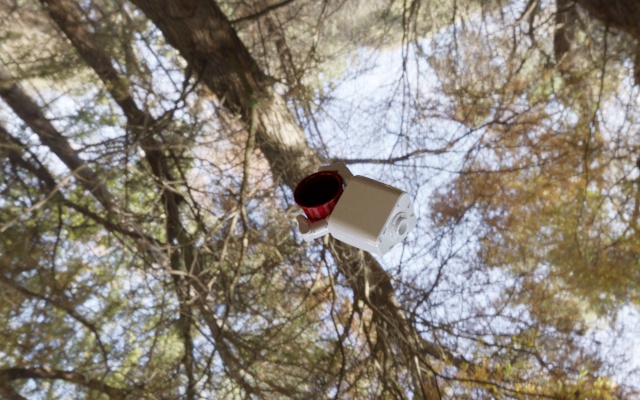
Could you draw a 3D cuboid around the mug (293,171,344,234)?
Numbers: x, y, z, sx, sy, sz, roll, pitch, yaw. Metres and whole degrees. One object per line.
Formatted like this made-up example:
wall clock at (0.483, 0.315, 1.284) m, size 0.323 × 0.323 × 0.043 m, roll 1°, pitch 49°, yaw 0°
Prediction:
mug at (-0.001, 0.003, 0.878) m, size 0.117 × 0.082 × 0.093 m, roll 22°, pitch 60°, yaw 41°
